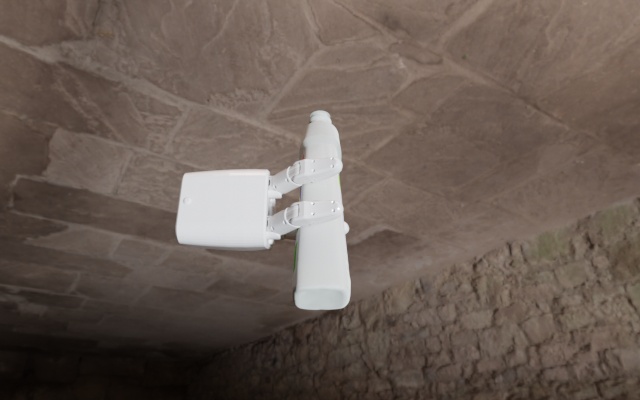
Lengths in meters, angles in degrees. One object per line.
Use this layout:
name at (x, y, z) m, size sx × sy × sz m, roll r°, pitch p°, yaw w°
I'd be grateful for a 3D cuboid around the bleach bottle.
bleach bottle at (0.000, 0.002, 0.603) m, size 0.068 × 0.250 × 0.103 m, roll 0°, pitch -26°, yaw -1°
